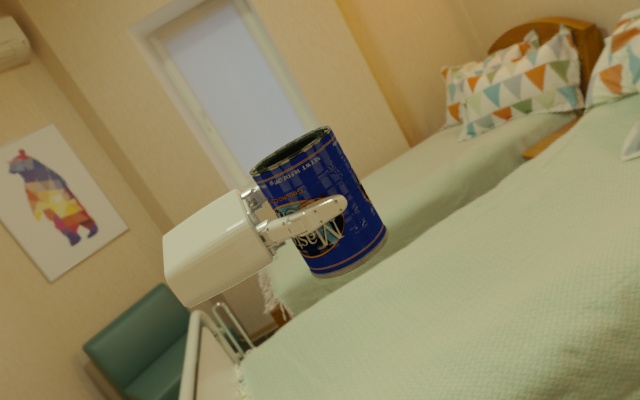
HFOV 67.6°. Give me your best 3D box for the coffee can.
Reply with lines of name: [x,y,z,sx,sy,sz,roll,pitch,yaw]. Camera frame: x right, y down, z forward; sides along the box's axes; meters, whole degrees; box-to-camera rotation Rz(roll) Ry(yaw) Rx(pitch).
coffee can: [0.000,0.002,0.539,0.103,0.140,0.102,-28,15,8]
